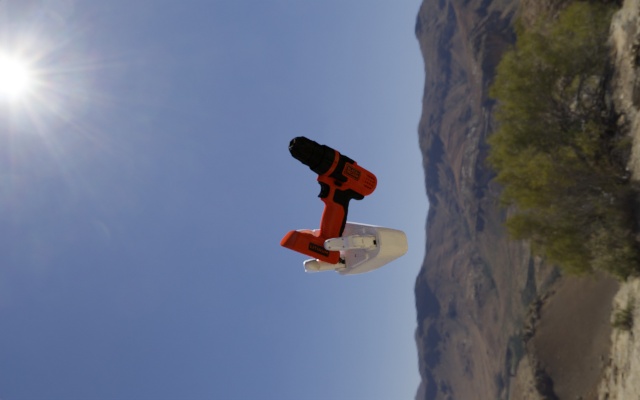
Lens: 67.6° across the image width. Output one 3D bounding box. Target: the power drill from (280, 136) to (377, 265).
[{"bbox_3d":[0.000,0.003,0.815,0.184,0.187,0.057,25,-8,-29],"label":"power drill"}]
